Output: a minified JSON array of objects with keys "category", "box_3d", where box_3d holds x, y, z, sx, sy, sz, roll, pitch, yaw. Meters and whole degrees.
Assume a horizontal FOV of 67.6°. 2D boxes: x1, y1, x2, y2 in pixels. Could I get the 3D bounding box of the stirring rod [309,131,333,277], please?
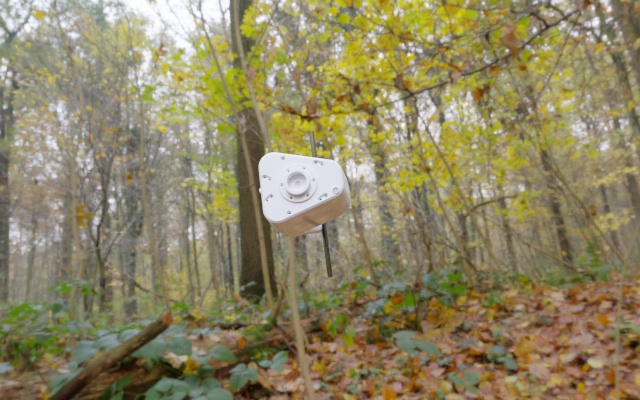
[{"category":"stirring rod","box_3d":[0.000,0.003,0.767,0.011,0.239,0.011,-7,-12,-2]}]
